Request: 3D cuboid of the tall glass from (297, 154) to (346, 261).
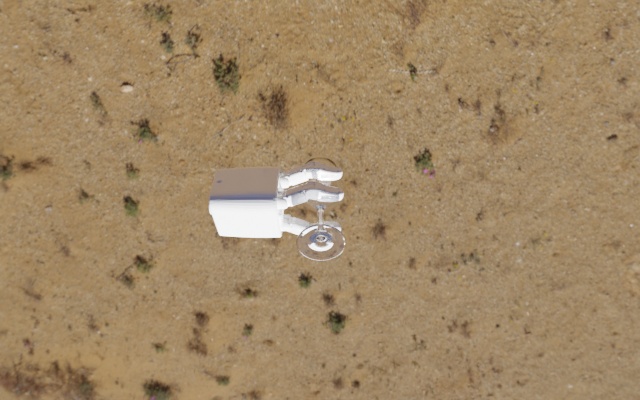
[{"bbox_3d":[0.000,0.003,0.794,0.079,0.079,0.200,0,38,0],"label":"tall glass"}]
